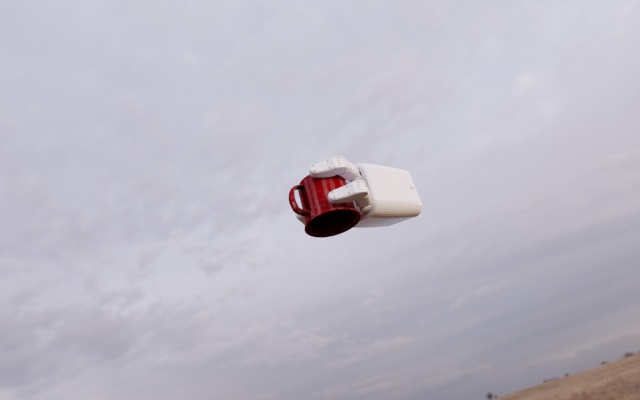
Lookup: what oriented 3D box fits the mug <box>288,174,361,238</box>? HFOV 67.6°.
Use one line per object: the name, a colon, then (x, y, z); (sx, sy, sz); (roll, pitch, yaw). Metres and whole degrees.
mug: (-0.001, 0.002, 0.770); (0.117, 0.081, 0.093); (4, -35, -32)
